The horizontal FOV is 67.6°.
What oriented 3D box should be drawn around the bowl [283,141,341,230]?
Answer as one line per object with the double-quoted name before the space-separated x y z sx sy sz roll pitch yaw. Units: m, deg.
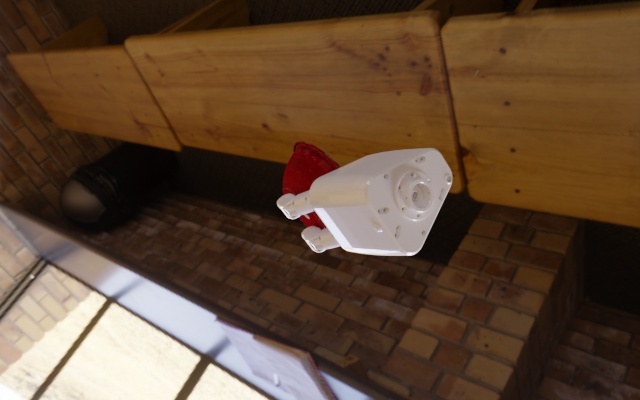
"bowl" -0.001 0.003 0.631 0.055 0.162 0.162 -41 12 -14
